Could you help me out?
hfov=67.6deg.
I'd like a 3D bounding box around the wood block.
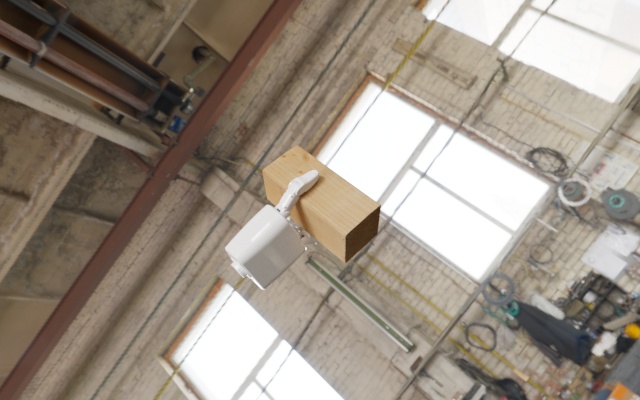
[{"bbox_3d":[0.000,0.003,0.859,0.206,0.091,0.090,38,62,27],"label":"wood block"}]
